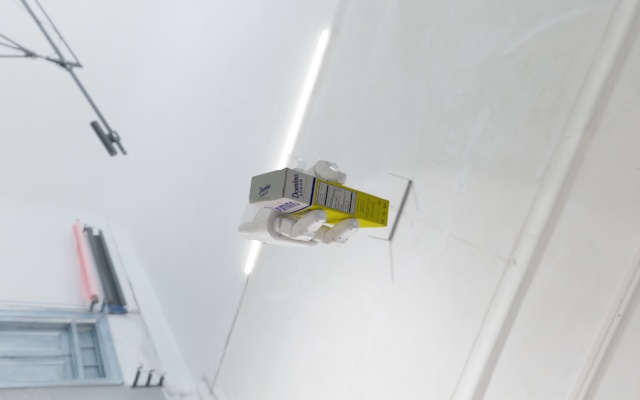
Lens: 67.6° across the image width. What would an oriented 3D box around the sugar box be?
[{"bbox_3d":[0.000,0.003,0.654,0.176,0.048,0.093,13,-13,-34],"label":"sugar box"}]
